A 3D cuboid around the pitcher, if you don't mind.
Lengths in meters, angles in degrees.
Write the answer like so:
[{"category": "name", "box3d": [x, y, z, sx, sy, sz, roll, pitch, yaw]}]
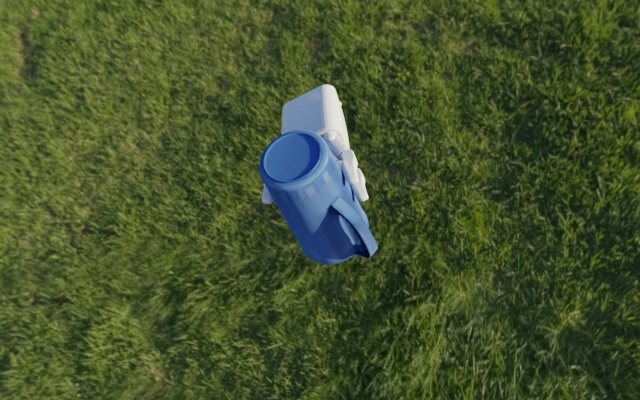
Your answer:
[{"category": "pitcher", "box3d": [0.000, 0.002, 0.778, 0.149, 0.145, 0.243, -11, -33, 12]}]
